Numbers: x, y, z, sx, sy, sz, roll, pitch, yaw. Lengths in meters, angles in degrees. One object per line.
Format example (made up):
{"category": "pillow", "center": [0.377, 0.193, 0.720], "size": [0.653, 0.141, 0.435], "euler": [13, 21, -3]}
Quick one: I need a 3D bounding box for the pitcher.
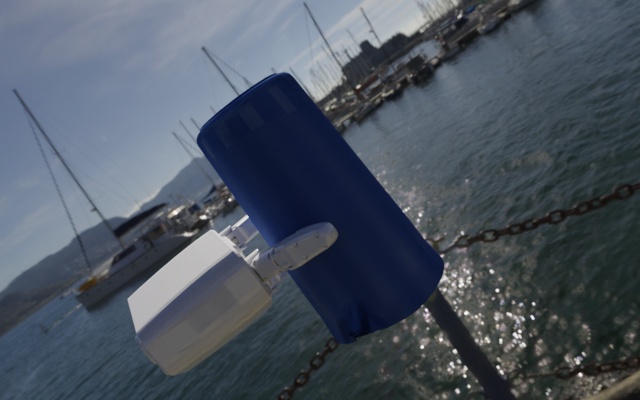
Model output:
{"category": "pitcher", "center": [0.000, 0.002, 0.466], "size": [0.145, 0.243, 0.149], "euler": [-40, 10, -16]}
